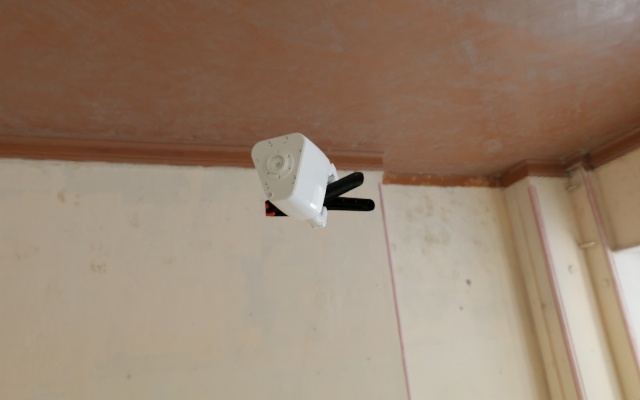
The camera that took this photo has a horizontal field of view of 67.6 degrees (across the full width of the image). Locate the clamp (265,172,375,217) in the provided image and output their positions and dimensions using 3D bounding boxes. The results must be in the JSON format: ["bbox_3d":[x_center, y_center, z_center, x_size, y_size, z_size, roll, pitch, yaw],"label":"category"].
[{"bbox_3d":[0.000,0.004,0.898,0.210,0.036,0.165,-12,-22,17],"label":"clamp"}]
